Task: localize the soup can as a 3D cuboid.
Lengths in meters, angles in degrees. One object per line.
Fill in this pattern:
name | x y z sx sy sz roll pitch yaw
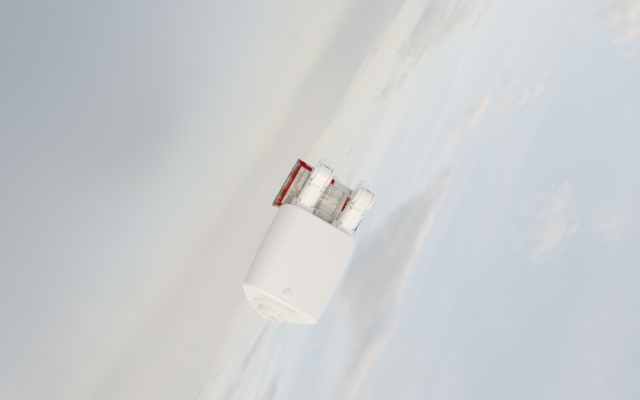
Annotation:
soup can | 0.001 0.002 0.596 0.102 0.068 0.068 30 -4 -6
